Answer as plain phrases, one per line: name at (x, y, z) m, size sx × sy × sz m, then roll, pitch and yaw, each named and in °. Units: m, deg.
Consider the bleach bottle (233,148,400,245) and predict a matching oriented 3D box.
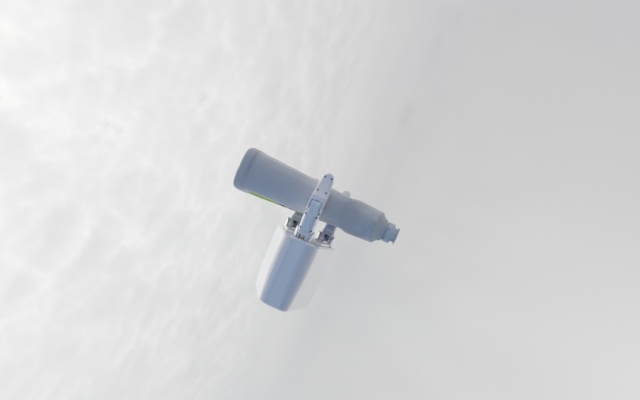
bleach bottle at (0.000, 0.002, 0.721) m, size 0.251 × 0.068 × 0.102 m, roll 24°, pitch 0°, yaw 5°
